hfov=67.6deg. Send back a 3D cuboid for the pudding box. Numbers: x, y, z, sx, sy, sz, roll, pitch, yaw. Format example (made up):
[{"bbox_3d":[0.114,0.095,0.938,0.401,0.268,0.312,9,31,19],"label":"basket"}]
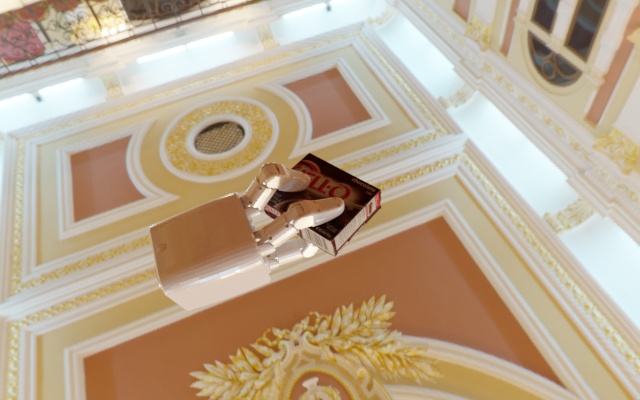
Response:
[{"bbox_3d":[0.000,0.002,0.555,0.113,0.090,0.039,31,-29,28],"label":"pudding box"}]
